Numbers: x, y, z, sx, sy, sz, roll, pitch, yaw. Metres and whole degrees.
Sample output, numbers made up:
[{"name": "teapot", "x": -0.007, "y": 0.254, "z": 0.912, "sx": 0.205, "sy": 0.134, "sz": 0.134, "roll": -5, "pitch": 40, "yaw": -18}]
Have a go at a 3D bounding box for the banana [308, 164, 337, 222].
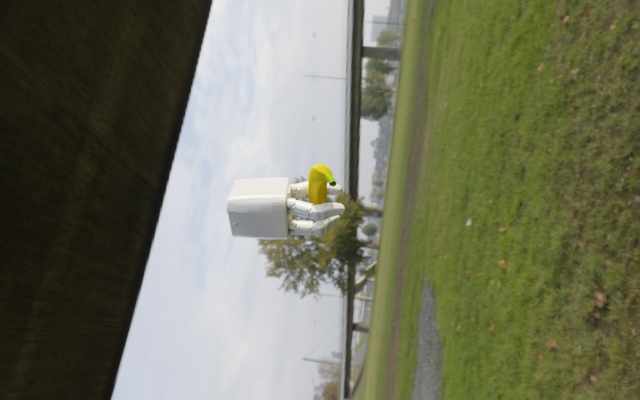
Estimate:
[{"name": "banana", "x": -0.002, "y": -0.015, "z": 0.874, "sx": 0.037, "sy": 0.069, "sz": 0.198, "roll": -6, "pitch": -23, "yaw": -7}]
